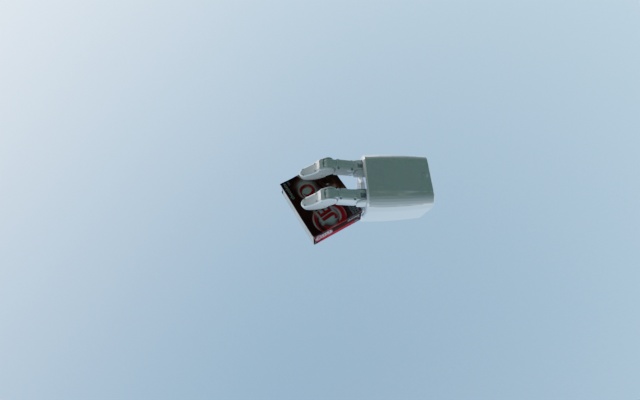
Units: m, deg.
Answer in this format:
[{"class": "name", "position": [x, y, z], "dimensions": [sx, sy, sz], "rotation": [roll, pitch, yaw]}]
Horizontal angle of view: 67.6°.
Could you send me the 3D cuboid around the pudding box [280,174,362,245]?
[{"class": "pudding box", "position": [0.000, 0.003, 0.771], "dimensions": [0.090, 0.113, 0.039], "rotation": [-28, -26, -14]}]
